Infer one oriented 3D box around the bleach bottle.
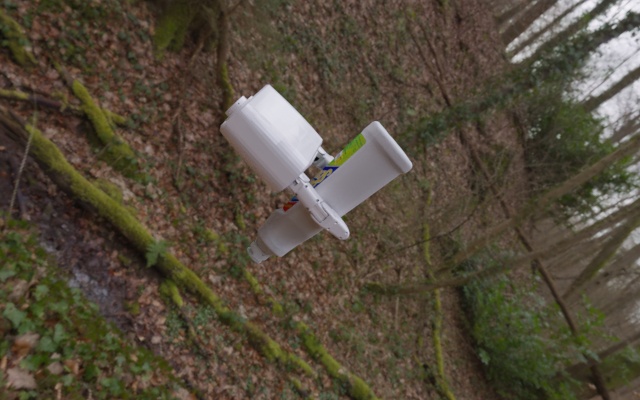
[{"bbox_3d":[0.000,0.002,0.639,0.251,0.068,0.102,-40,15,12],"label":"bleach bottle"}]
